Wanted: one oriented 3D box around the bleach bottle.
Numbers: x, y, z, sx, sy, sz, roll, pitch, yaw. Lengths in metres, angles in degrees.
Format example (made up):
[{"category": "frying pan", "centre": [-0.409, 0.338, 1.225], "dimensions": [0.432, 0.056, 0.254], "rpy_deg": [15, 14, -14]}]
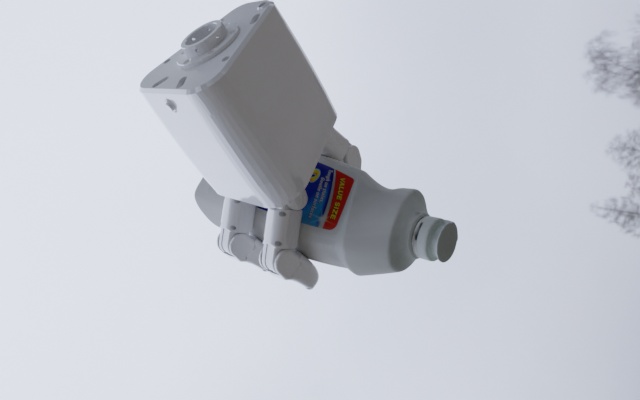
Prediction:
[{"category": "bleach bottle", "centre": [0.000, 0.001, 0.411], "dimensions": [0.251, 0.102, 0.068], "rpy_deg": [13, -33, 42]}]
